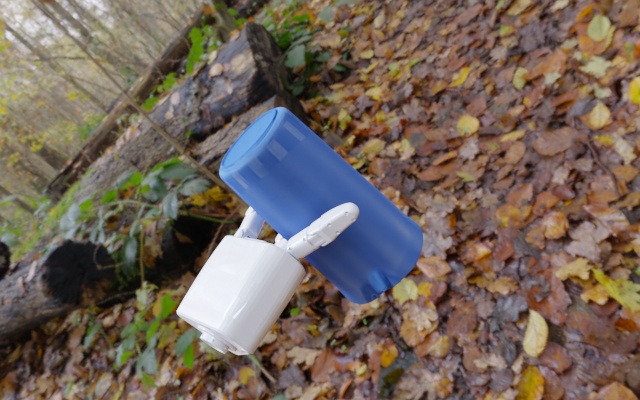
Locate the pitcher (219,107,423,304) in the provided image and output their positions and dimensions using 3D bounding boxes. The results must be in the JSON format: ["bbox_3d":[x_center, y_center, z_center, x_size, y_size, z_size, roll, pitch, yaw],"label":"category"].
[{"bbox_3d":[0.000,0.002,0.586,0.243,0.145,0.149,43,-27,-23],"label":"pitcher"}]
